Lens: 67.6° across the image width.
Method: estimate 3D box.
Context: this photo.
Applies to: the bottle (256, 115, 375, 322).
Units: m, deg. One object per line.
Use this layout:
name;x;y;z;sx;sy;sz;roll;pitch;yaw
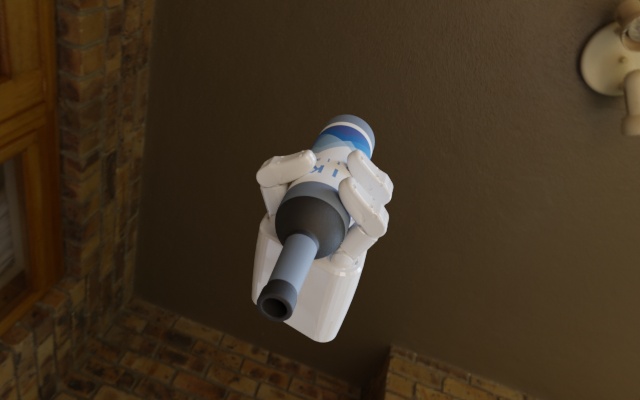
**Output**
bottle;0.000;0.001;0.461;0.069;0.069;0.295;0;31;15
